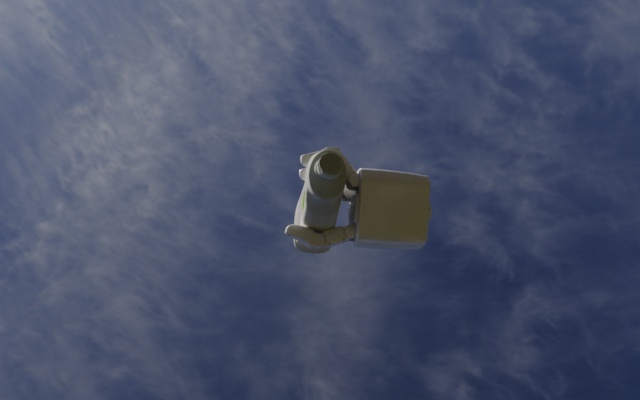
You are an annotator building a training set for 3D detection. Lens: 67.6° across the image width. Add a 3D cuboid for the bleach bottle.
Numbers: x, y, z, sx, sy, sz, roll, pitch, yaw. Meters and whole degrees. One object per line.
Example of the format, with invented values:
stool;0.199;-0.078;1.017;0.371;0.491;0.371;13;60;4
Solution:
bleach bottle;0.000;0.002;0.700;0.068;0.102;0.251;4;-19;-4
